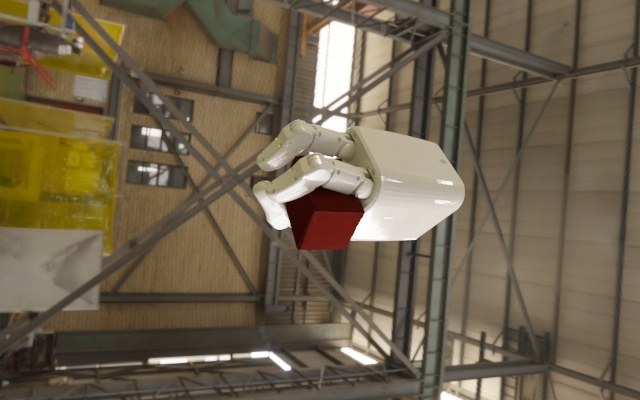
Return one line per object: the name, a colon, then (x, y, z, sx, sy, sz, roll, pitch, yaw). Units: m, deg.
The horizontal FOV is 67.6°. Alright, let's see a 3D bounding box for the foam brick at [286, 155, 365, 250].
foam brick: (0.000, 0.002, 0.453, 0.051, 0.078, 0.053, 4, -47, -24)
